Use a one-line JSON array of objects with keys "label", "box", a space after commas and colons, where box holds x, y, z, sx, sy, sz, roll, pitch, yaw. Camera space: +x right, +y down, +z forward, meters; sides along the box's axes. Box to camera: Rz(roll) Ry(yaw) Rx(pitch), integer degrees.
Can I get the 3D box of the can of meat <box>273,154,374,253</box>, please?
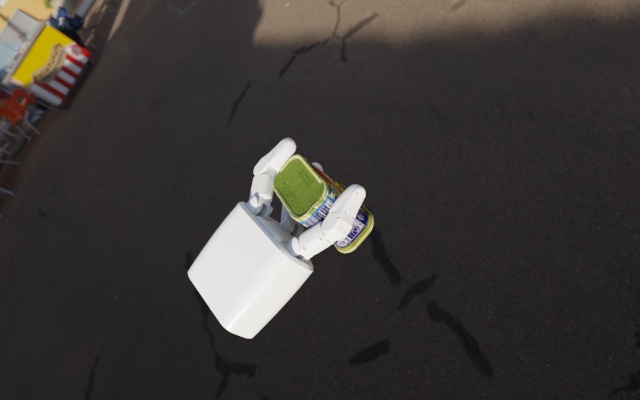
[{"label": "can of meat", "box": [0.000, 0.002, 0.547, 0.084, 0.057, 0.102, 35, 10, -38]}]
